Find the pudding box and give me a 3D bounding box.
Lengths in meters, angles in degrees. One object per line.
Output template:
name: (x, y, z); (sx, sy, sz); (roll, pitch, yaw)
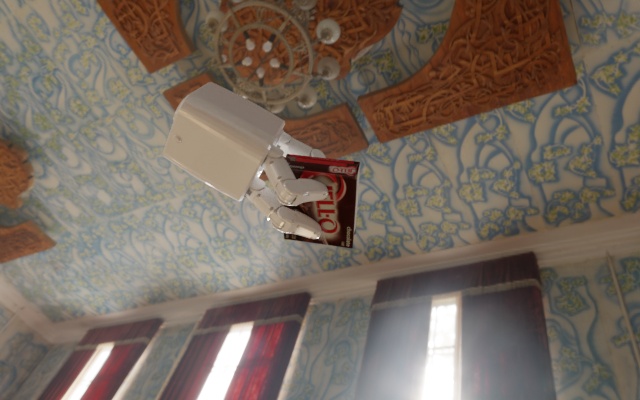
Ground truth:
pudding box: (0.000, 0.002, 0.577); (0.090, 0.114, 0.039); (8, 41, 10)
